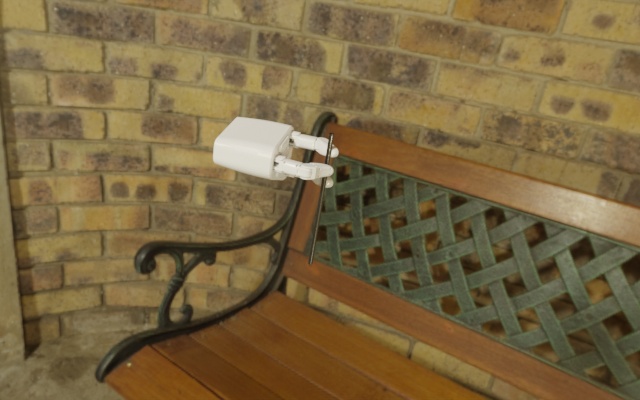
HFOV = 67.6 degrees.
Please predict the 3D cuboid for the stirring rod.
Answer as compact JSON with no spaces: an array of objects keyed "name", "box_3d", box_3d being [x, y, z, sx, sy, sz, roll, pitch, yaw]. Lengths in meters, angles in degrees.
[{"name":"stirring rod","box_3d":[0.000,0.003,0.815,0.011,0.240,0.011,8,21,-3]}]
